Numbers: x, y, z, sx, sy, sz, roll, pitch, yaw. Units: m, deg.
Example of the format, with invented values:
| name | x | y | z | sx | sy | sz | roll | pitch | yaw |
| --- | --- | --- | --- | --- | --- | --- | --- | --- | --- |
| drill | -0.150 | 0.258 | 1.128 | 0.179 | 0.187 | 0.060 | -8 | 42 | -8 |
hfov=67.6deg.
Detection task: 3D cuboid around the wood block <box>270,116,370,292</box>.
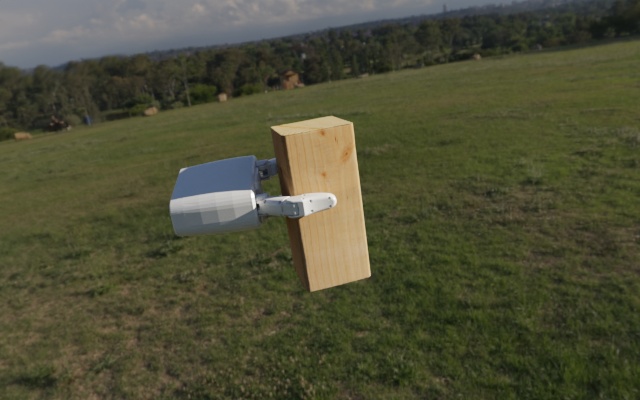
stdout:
| name | x | y | z | sx | sy | sz | roll | pitch | yaw |
| --- | --- | --- | --- | --- | --- | --- | --- | --- | --- |
| wood block | 0.000 | 0.002 | 0.632 | 0.090 | 0.206 | 0.090 | -12 | 18 | -12 |
